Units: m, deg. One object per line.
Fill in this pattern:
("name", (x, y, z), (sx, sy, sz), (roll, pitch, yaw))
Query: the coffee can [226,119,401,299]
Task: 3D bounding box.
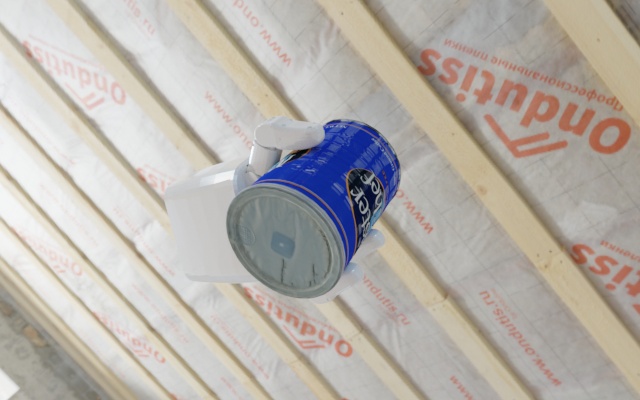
("coffee can", (0.000, 0.001, 0.417), (0.103, 0.103, 0.140), (0, 29, 30))
